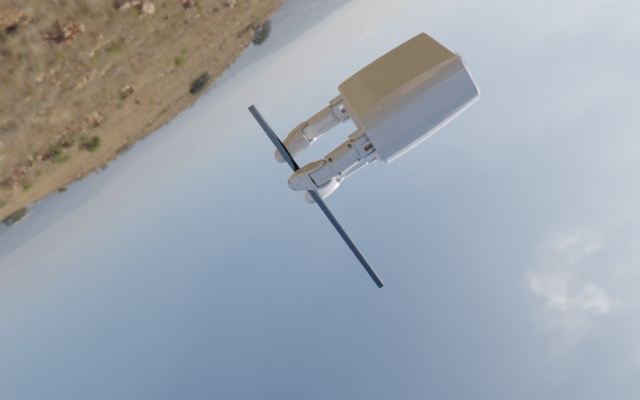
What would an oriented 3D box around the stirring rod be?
[{"bbox_3d":[0.000,0.002,0.498,0.011,0.239,0.011,-33,17,11],"label":"stirring rod"}]
